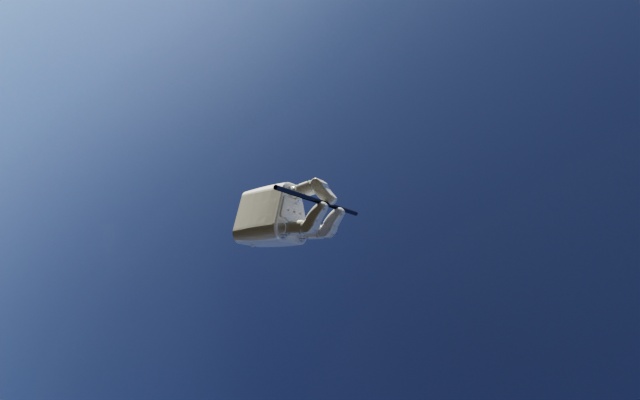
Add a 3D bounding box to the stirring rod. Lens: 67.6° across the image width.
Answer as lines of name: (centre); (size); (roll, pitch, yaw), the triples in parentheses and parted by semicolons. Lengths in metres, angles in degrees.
stirring rod: (0.000, 0.003, 0.796); (0.011, 0.011, 0.239); (0, -11, 34)
